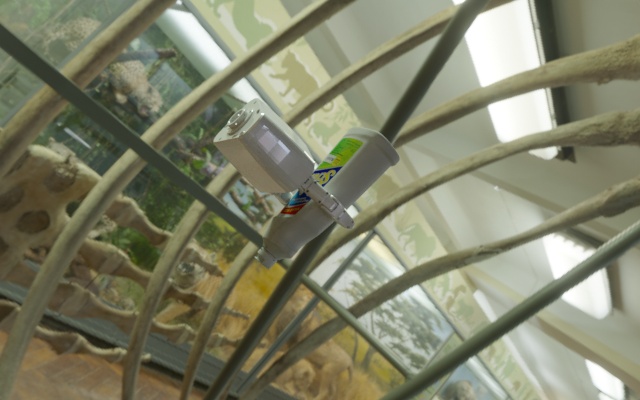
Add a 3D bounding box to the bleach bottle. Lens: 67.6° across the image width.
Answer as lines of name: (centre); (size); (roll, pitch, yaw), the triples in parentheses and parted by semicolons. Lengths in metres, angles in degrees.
bleach bottle: (0.000, 0.002, 0.711); (0.068, 0.251, 0.102); (46, -8, -28)
